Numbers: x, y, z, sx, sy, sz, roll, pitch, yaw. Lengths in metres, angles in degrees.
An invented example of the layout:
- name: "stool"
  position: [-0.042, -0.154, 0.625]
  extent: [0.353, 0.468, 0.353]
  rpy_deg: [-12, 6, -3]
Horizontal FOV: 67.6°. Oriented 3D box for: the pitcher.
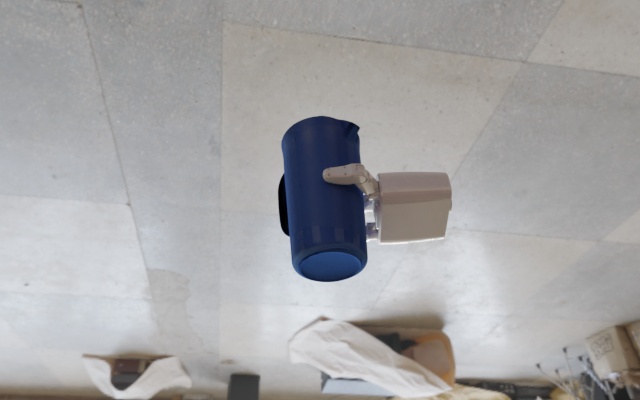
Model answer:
- name: "pitcher"
  position: [0.000, 0.002, 0.743]
  extent: [0.145, 0.242, 0.149]
  rpy_deg: [-3, -37, -1]
